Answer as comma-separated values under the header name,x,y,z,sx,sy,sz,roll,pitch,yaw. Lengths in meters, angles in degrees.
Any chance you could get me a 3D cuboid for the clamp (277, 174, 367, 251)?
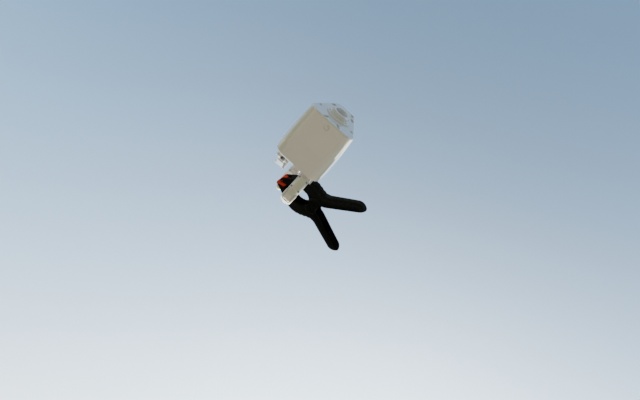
name,x,y,z,sx,sy,sz,roll,pitch,yaw
clamp,0.000,0.003,0.877,0.120,0.171,0.039,-47,1,28
